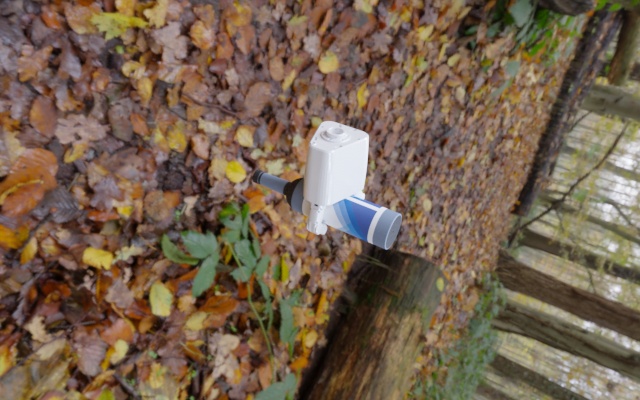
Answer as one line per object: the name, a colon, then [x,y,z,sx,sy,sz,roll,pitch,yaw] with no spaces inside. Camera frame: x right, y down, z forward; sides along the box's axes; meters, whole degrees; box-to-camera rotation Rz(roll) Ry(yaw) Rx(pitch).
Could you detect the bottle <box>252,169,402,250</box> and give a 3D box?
bottle: [0.000,0.003,0.878,0.295,0.069,0.069,22,9,23]
